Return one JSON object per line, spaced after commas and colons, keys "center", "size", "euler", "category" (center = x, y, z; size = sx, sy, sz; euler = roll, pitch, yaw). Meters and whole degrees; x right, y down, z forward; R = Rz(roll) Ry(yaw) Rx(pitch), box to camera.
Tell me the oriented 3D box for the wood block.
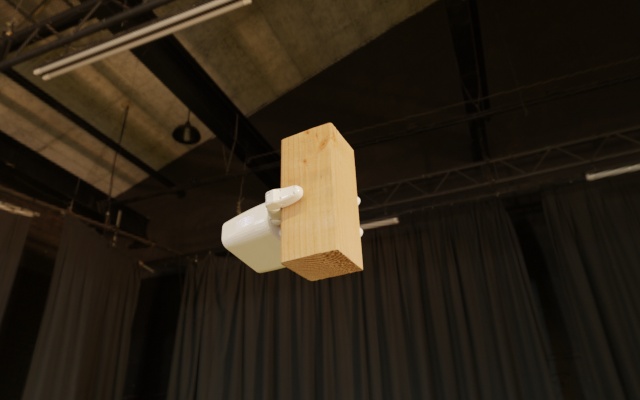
{"center": [0.000, 0.002, 0.712], "size": [0.090, 0.206, 0.091], "euler": [-16, -31, 23], "category": "wood block"}
